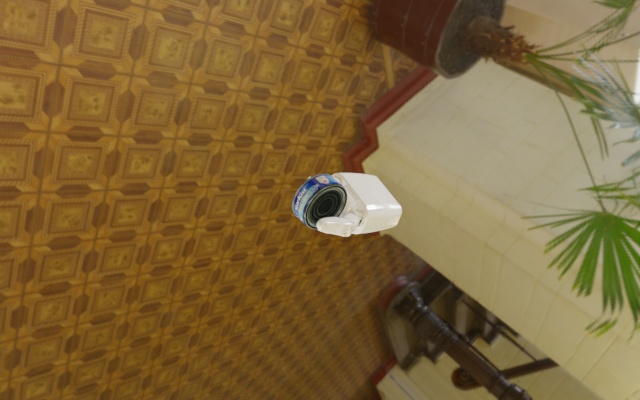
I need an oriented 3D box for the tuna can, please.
[{"bbox_3d":[0.000,0.003,0.750,0.086,0.086,0.033,0,32,-43],"label":"tuna can"}]
